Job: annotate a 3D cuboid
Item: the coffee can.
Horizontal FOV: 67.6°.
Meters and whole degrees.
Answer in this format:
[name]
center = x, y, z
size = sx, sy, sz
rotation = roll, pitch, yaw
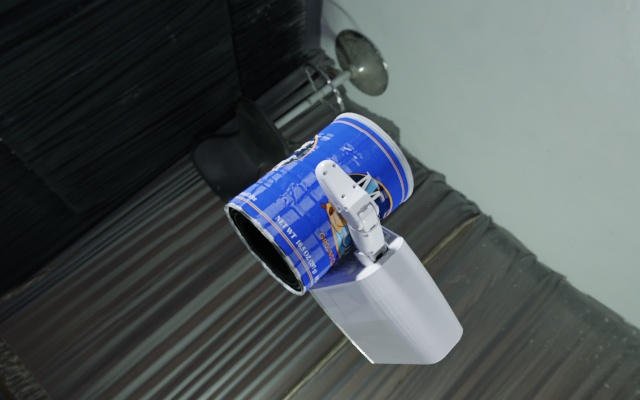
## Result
[coffee can]
center = 0.000, 0.001, 0.436
size = 0.140, 0.103, 0.103
rotation = -40, 16, -19
